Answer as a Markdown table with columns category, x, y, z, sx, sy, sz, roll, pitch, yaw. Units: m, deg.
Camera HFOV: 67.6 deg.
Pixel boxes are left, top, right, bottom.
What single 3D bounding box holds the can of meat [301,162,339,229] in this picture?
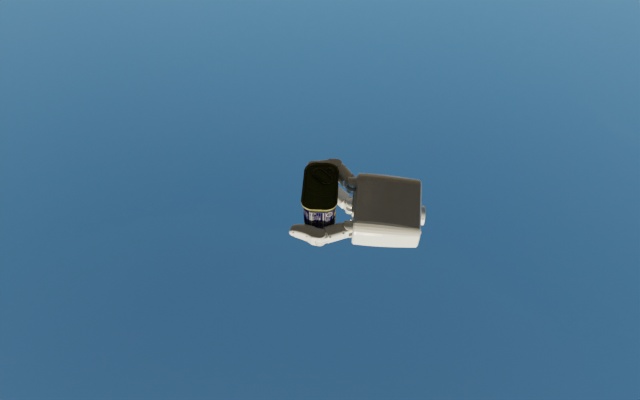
| category | x | y | z | sx | sy | sz | roll | pitch | yaw |
| --- | --- | --- | --- | --- | --- | --- | --- | --- | --- |
| can of meat | 0.000 | 0.003 | 0.787 | 0.057 | 0.102 | 0.084 | 2 | -40 | 2 |
